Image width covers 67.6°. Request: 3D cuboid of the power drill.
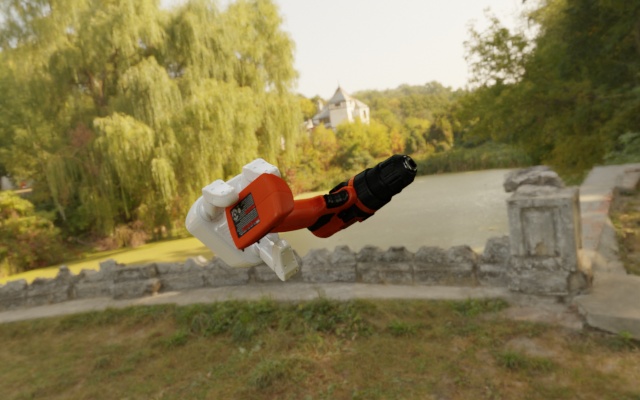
[{"bbox_3d":[0.000,0.002,0.556,0.187,0.057,0.184,-3,-25,-42],"label":"power drill"}]
